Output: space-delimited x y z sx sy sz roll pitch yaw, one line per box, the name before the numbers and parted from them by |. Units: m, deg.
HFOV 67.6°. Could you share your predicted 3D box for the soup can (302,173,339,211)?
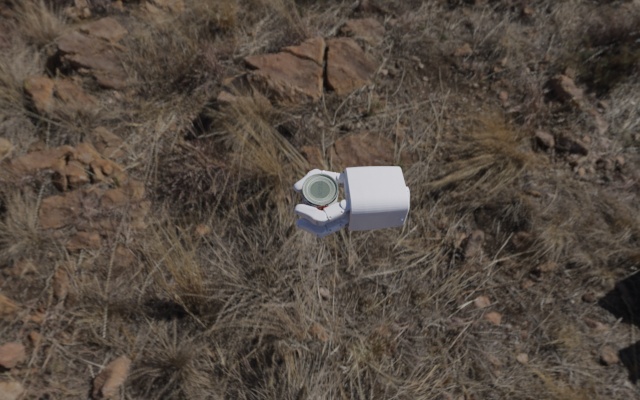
soup can | 0.000 0.003 0.891 0.068 0.068 0.102 0 -27 0
